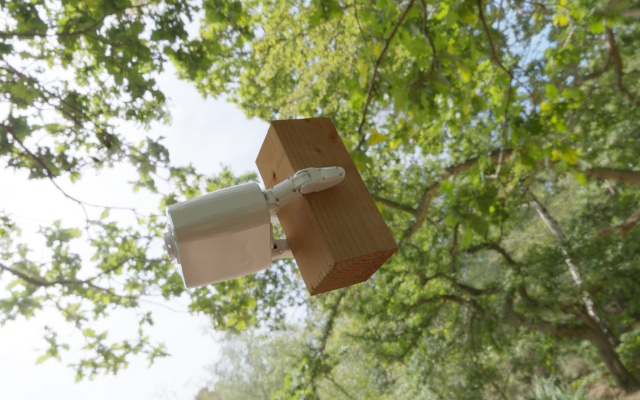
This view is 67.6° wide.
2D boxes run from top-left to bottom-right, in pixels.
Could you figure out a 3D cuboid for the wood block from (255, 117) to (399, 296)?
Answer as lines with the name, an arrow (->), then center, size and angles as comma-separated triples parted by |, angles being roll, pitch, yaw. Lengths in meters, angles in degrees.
wood block -> 0.000, 0.002, 0.607 | 0.090, 0.206, 0.091 | -9, -30, -31
